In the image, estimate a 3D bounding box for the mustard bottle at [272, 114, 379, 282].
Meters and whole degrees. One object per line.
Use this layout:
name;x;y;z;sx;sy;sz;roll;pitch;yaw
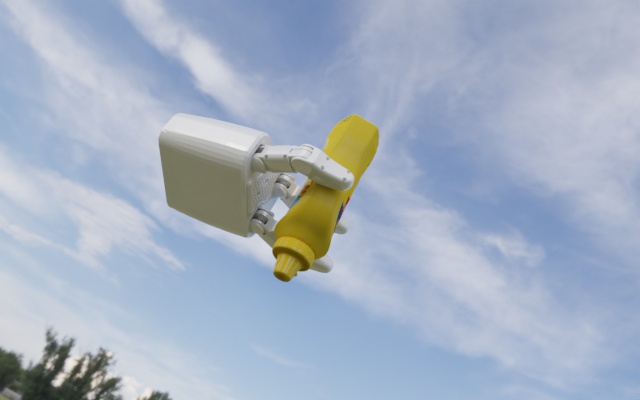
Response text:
mustard bottle;0.000;0.002;0.499;0.058;0.191;0.096;31;-35;-3
